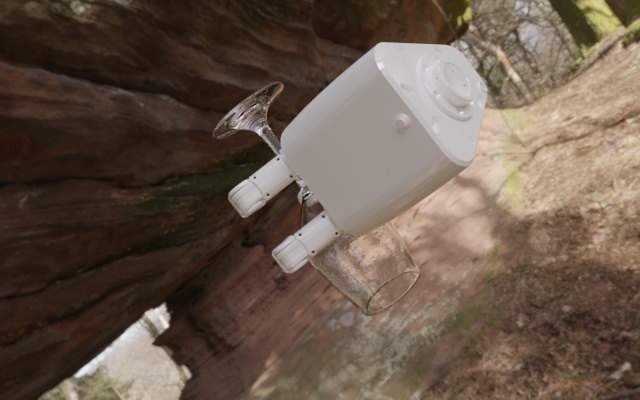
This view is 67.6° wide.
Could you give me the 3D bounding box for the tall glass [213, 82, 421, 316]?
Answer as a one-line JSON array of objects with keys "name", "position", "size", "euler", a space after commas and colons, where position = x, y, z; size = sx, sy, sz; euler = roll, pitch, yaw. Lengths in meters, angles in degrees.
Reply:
[{"name": "tall glass", "position": [0.000, 0.001, 0.408], "size": [0.079, 0.201, 0.079], "euler": [-38, 1, 1]}]
